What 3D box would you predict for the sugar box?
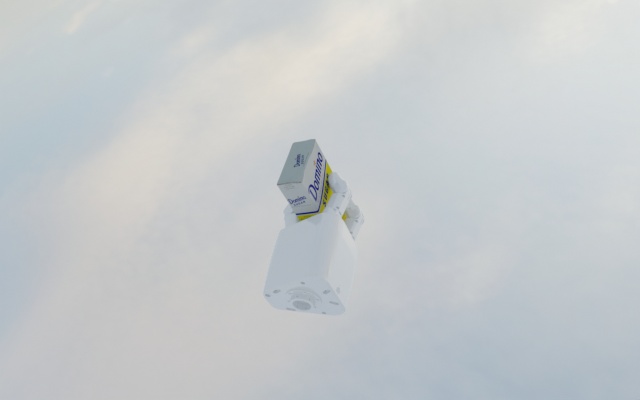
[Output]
[{"bbox_3d":[0.001,0.003,0.731,0.048,0.093,0.176,-6,-45,24],"label":"sugar box"}]
